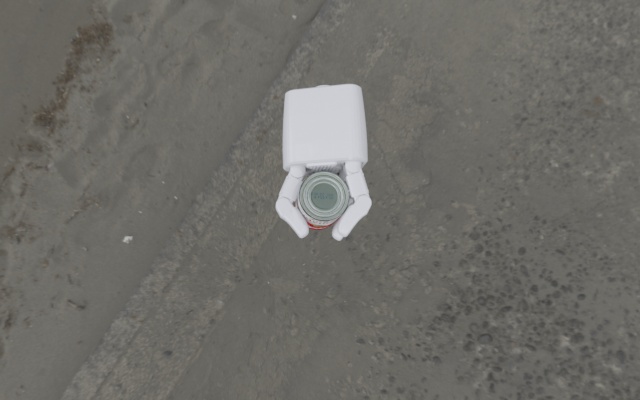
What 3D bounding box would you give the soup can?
[{"bbox_3d":[0.000,0.003,0.660,0.068,0.068,0.102,0,-10,-6],"label":"soup can"}]
